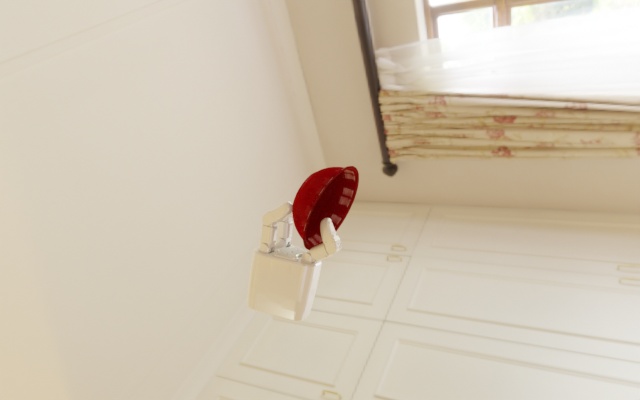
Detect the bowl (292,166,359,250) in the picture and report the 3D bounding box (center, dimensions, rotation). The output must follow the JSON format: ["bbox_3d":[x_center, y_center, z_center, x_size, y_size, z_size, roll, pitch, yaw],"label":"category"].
[{"bbox_3d":[0.000,0.001,0.820,0.055,0.162,0.162,30,12,22],"label":"bowl"}]
